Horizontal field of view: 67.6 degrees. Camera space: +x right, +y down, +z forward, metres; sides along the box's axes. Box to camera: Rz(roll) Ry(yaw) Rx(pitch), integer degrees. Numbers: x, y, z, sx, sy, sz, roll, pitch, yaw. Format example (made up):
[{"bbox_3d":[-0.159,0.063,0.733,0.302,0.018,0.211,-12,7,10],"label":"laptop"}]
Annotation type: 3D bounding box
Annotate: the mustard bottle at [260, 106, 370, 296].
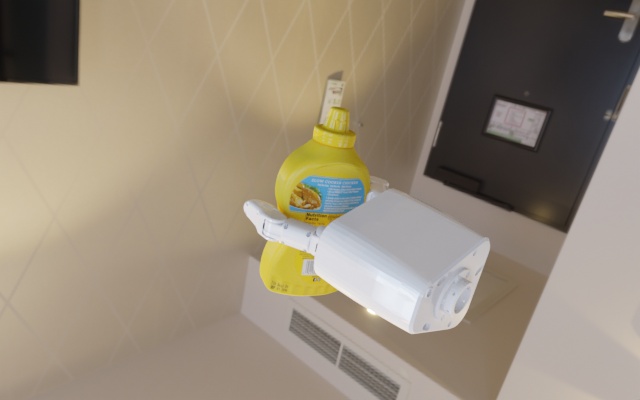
[{"bbox_3d":[0.000,0.002,0.481,0.096,0.192,0.058,3,22,-23],"label":"mustard bottle"}]
